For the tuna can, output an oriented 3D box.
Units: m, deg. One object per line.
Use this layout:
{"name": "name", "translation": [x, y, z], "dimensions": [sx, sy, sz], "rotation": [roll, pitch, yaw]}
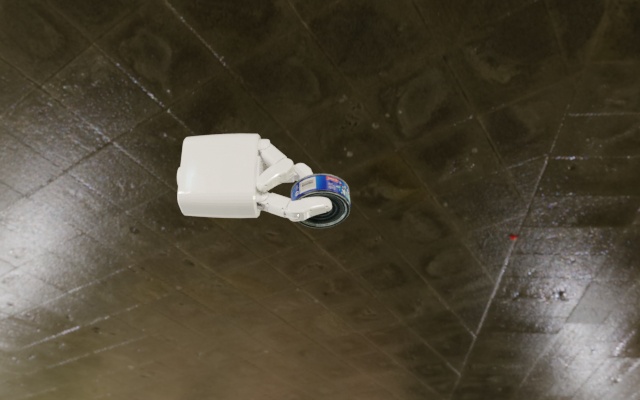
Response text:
{"name": "tuna can", "translation": [0.000, 0.003, 0.683], "dimensions": [0.086, 0.033, 0.086], "rotation": [-2, -40, -2]}
